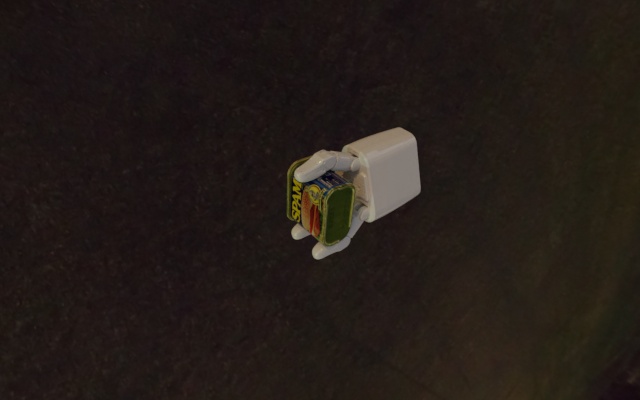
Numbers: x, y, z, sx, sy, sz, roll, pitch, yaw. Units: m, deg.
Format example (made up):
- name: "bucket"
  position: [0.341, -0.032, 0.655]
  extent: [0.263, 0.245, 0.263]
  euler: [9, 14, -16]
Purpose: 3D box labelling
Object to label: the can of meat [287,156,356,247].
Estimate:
- name: "can of meat"
  position: [0.000, 0.002, 0.668]
  extent: [0.057, 0.102, 0.084]
  euler: [-22, 42, -33]
